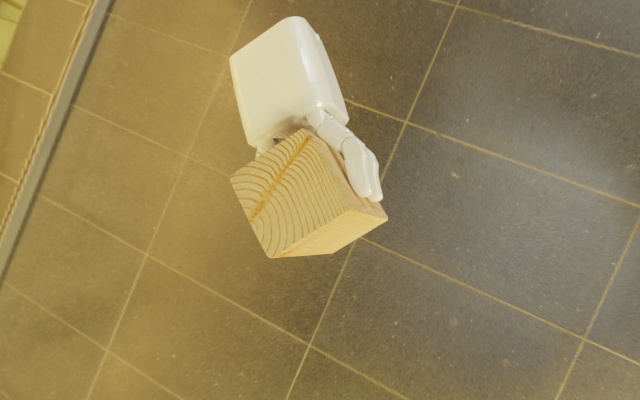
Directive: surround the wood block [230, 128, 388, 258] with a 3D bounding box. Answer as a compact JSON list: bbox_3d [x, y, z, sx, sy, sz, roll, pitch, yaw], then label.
[{"bbox_3d":[0.000,0.002,0.527,0.091,0.090,0.206,-31,-13,13],"label":"wood block"}]
